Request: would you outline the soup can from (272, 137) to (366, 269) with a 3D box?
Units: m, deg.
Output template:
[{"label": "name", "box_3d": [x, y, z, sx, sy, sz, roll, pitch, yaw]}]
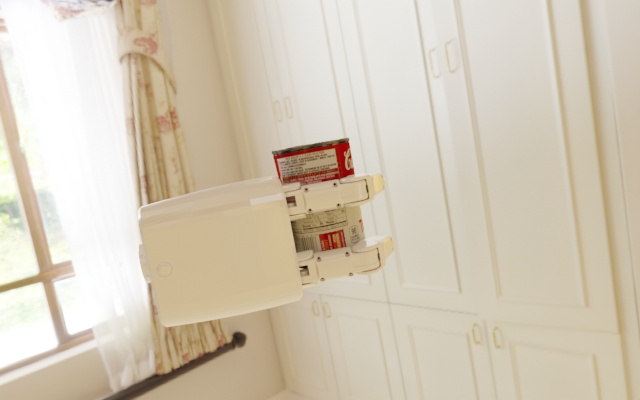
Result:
[{"label": "soup can", "box_3d": [0.001, 0.002, 0.415, 0.068, 0.102, 0.068, -10, 6, 1]}]
